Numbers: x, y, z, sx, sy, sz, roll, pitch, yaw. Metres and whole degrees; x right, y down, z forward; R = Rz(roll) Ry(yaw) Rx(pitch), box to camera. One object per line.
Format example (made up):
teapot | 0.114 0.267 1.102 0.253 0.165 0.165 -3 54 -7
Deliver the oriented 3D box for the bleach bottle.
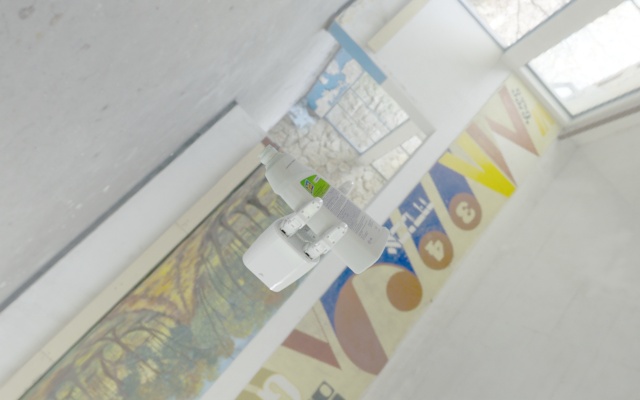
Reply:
bleach bottle | 0.000 0.003 0.788 0.068 0.251 0.102 -42 6 32
